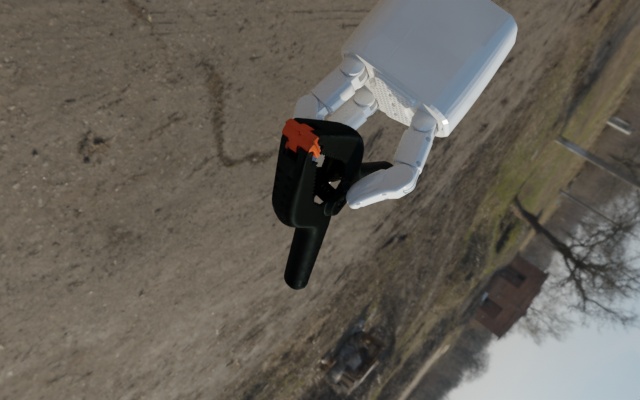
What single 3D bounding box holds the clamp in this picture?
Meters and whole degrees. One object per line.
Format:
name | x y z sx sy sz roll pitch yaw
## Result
clamp | 0.001 0.001 0.413 0.036 0.164 0.210 36 -4 22
